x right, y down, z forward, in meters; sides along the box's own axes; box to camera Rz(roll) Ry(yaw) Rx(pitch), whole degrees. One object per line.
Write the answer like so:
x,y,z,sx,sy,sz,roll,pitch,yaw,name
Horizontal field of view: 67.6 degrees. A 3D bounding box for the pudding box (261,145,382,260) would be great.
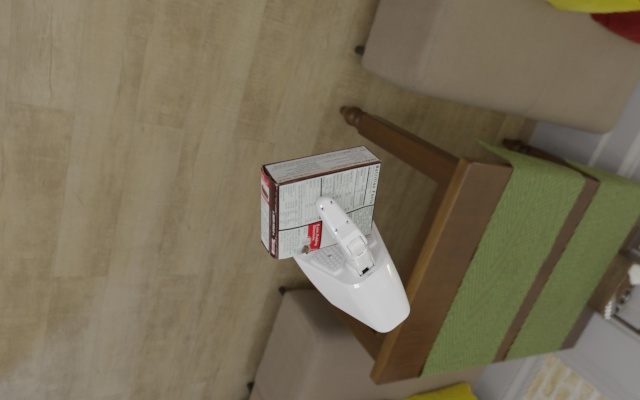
0.000,0.002,0.460,0.113,0.090,0.039,-15,37,-26,pudding box
